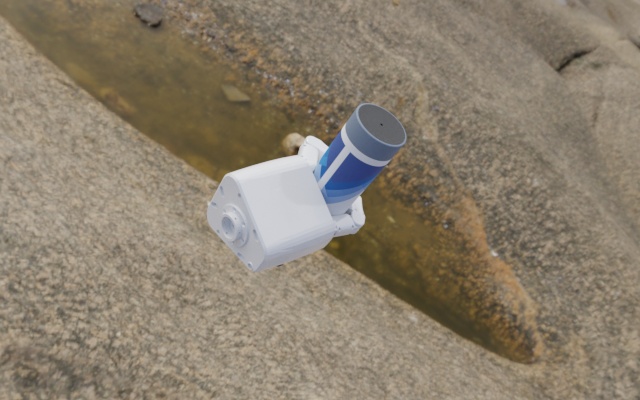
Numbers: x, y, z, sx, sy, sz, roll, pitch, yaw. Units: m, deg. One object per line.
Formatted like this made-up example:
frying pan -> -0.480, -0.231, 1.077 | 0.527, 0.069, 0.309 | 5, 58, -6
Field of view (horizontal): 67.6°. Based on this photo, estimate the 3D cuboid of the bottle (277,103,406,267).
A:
bottle -> 0.000, 0.002, 0.627 | 0.069, 0.069, 0.296 | 0, -36, -35
